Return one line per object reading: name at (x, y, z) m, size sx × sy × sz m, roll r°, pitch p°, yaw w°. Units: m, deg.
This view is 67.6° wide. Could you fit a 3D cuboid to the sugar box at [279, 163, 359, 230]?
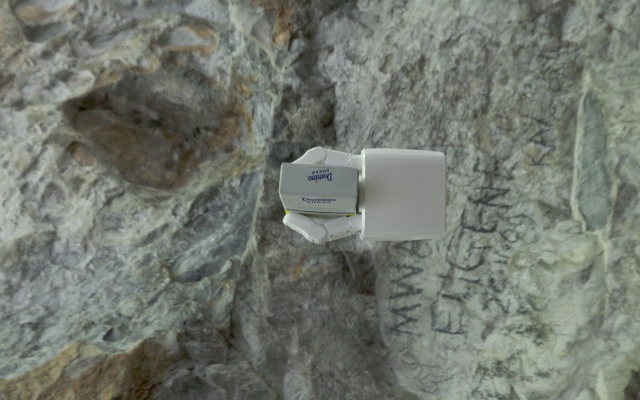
sugar box at (0.000, 0.002, 0.631) m, size 0.093 × 0.048 × 0.176 m, roll 3°, pitch -19°, yaw 1°
